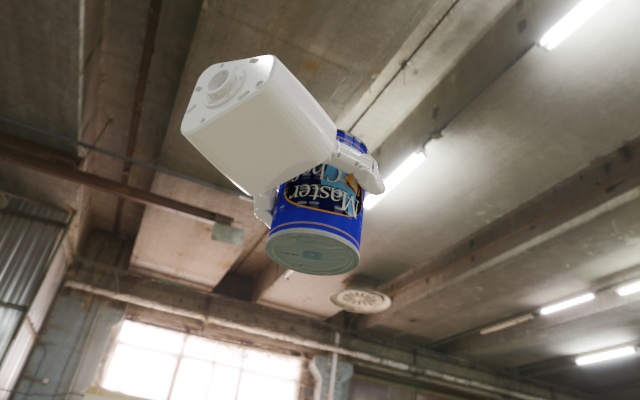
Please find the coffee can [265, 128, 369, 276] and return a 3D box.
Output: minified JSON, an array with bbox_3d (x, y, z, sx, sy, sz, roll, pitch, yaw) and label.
[{"bbox_3d":[0.000,0.002,0.550,0.103,0.140,0.103,7,-32,4],"label":"coffee can"}]
